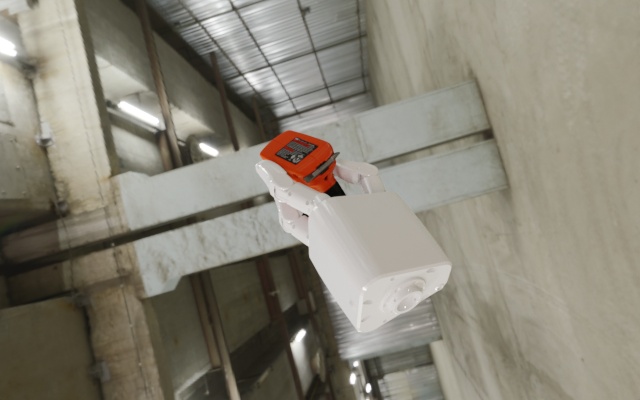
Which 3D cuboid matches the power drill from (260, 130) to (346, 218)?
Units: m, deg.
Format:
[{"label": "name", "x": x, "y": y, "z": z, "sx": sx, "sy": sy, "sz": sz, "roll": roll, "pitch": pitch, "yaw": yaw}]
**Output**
[{"label": "power drill", "x": 0.000, "y": 0.002, "z": 0.607, "sx": 0.057, "sy": 0.188, "sz": 0.184, "roll": -44, "pitch": 35, "yaw": -16}]
